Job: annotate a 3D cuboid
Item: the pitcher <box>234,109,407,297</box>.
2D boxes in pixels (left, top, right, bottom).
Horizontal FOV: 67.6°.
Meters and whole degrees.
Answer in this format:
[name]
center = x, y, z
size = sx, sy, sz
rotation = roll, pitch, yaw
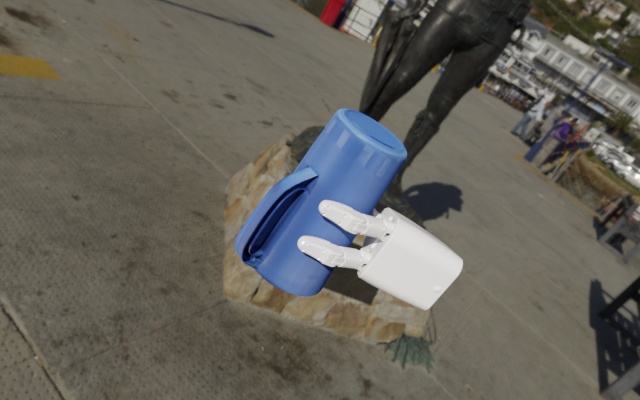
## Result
[pitcher]
center = 0.000, 0.002, 0.640
size = 0.145, 0.243, 0.149
rotation = 31, 23, -7
